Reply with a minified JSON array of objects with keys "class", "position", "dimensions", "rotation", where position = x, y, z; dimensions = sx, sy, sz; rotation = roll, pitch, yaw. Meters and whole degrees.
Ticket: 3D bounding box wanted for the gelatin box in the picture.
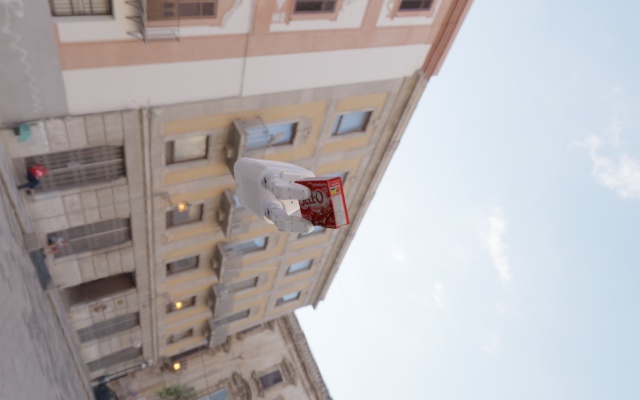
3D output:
[{"class":"gelatin box","position":[0.001,0.002,0.719],"dimensions":[0.030,0.073,0.089],"rotation":[-18,12,-35]}]
